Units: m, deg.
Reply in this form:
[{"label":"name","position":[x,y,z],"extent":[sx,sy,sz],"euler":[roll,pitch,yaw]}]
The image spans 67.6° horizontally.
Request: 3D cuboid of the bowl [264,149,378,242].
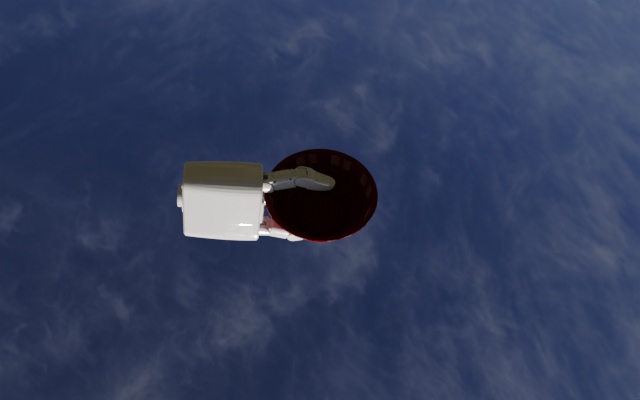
[{"label":"bowl","position":[0.001,0.003,0.696],"extent":[0.162,0.162,0.055],"euler":[0,-35,-2]}]
